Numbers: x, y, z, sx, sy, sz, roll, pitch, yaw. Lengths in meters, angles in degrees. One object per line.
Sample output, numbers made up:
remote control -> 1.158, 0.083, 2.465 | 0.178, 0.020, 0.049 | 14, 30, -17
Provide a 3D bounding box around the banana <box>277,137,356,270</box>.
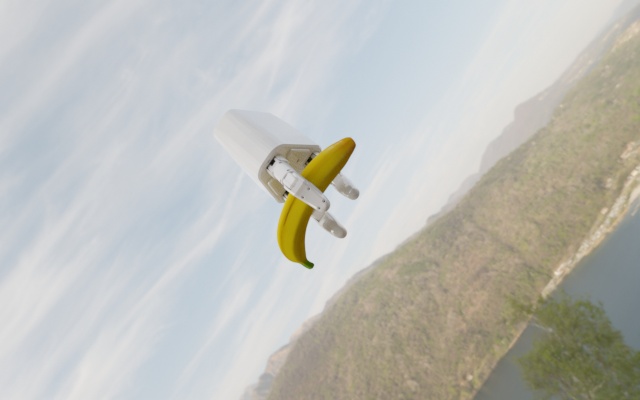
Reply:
banana -> -0.015, 0.006, 0.610 | 0.069, 0.198, 0.037 | -5, 35, -41
